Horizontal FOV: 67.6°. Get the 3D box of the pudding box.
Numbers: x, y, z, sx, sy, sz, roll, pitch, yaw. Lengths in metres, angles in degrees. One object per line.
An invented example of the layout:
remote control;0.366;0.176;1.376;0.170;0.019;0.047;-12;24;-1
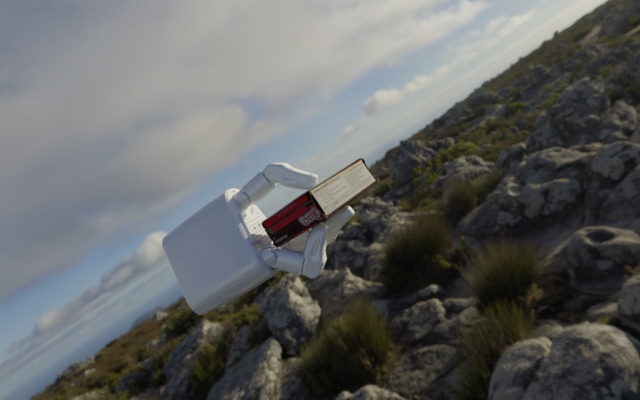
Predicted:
pudding box;0.000;0.002;0.538;0.090;0.039;0.113;-31;3;42
